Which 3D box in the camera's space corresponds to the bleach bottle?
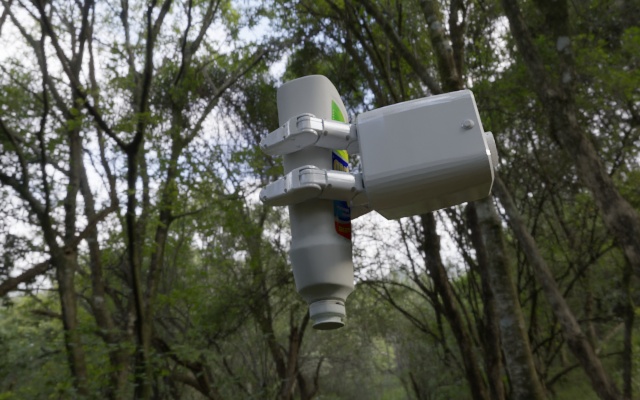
[{"bbox_3d":[0.000,0.001,0.475,0.068,0.250,0.103,-12,-29,13],"label":"bleach bottle"}]
